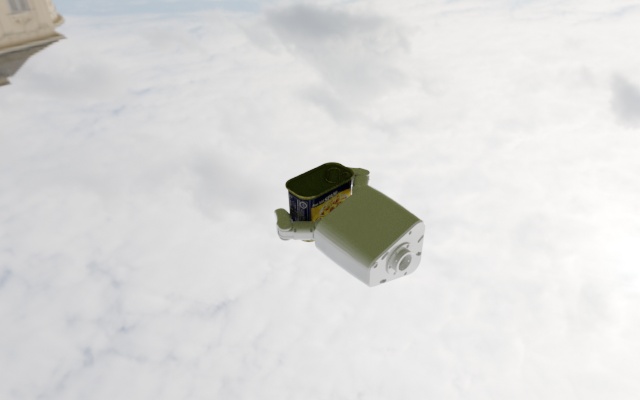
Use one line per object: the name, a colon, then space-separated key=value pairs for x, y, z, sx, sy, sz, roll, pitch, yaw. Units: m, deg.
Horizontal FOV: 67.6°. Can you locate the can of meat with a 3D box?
can of meat: x=0.000 y=0.003 z=0.705 sx=0.102 sy=0.084 sz=0.057 roll=-27 pitch=43 yaw=-32
